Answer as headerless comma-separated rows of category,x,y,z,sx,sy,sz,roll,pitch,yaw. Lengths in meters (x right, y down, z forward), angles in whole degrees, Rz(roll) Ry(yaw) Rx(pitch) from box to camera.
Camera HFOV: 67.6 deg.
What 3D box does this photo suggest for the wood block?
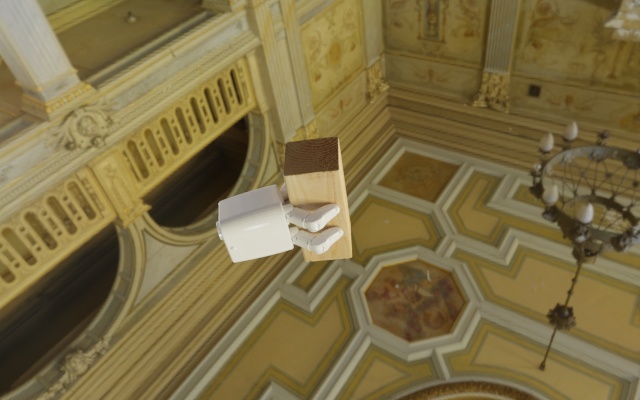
wood block,0.000,0.003,0.825,0.090,0.206,0.090,-6,43,5
